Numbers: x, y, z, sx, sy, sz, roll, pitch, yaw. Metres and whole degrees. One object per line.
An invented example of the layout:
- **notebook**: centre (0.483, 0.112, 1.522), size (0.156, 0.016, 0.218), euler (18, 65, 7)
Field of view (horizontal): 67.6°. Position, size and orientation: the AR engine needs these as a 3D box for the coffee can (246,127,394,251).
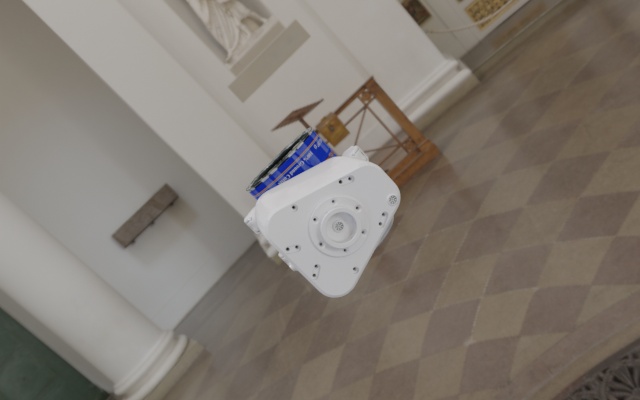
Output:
- **coffee can**: centre (0.000, 0.002, 0.550), size (0.103, 0.140, 0.102), euler (-42, 11, 10)
